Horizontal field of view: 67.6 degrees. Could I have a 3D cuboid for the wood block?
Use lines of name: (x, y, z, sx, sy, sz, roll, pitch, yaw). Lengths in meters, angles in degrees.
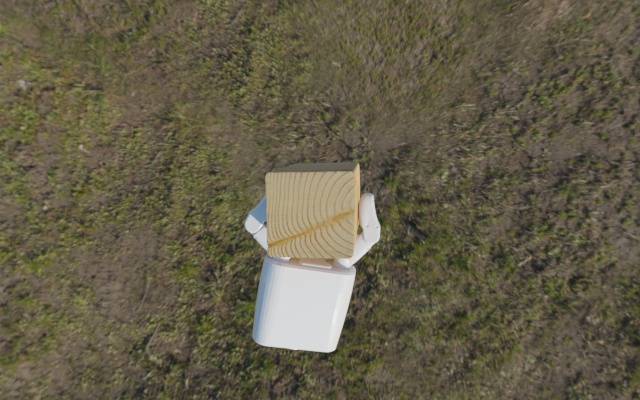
wood block: (0.000, 0.002, 0.579, 0.091, 0.090, 0.206, 0, 7, 6)
